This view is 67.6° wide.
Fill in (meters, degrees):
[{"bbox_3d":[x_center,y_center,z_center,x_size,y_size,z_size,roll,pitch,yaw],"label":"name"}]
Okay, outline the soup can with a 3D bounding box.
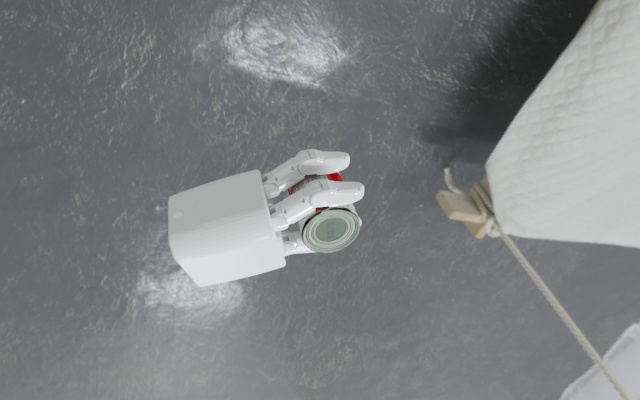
[{"bbox_3d":[0.001,0.002,0.552,0.068,0.068,0.102,0,40,-17],"label":"soup can"}]
